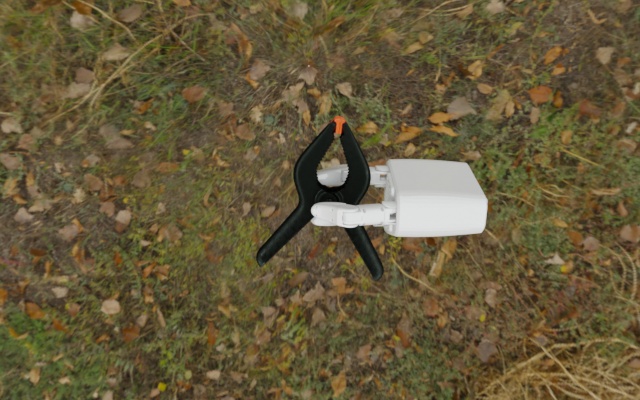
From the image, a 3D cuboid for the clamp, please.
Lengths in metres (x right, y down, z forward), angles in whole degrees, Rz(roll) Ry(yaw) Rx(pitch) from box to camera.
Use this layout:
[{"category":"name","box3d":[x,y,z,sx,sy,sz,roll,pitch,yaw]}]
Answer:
[{"category":"clamp","box3d":[0.000,0.002,0.593,0.164,0.210,0.036,0,16,-1]}]
